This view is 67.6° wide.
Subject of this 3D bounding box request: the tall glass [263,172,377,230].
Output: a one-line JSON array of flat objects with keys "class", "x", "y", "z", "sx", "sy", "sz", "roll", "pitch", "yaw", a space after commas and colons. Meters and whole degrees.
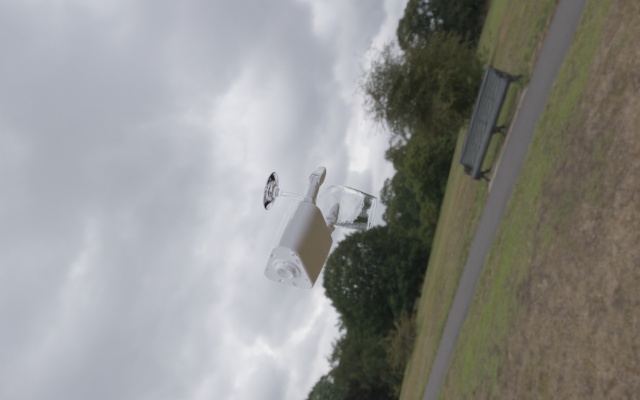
[{"class": "tall glass", "x": 0.000, "y": 0.003, "z": 0.883, "sx": 0.201, "sy": 0.079, "sz": 0.079, "roll": 12, "pitch": 3, "yaw": 13}]
